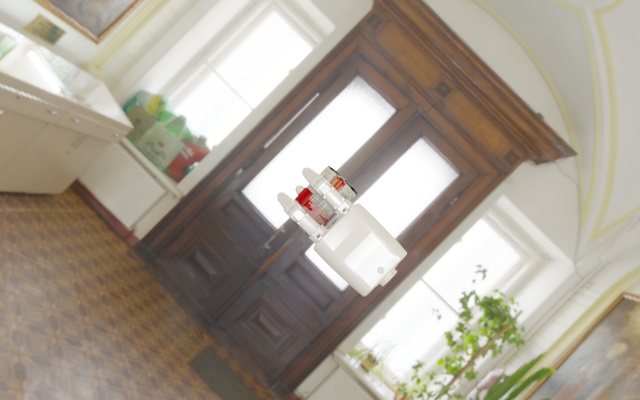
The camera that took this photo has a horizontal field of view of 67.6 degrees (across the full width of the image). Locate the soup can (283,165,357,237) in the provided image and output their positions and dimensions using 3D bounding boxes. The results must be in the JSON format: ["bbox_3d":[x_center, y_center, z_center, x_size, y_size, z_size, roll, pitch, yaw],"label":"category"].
[{"bbox_3d":[0.000,0.002,0.755,0.068,0.102,0.068,45,0,0],"label":"soup can"}]
